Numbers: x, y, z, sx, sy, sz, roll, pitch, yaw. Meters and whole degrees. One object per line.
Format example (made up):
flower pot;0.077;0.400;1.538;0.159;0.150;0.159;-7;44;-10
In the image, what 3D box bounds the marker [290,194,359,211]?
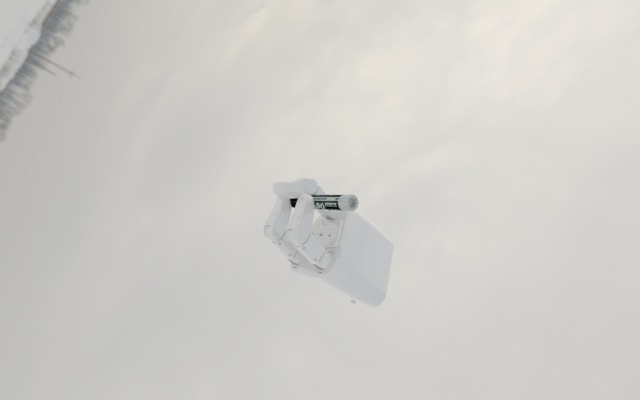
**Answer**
marker;0.000;0.002;0.580;0.020;0.020;0.121;0;1;-37
